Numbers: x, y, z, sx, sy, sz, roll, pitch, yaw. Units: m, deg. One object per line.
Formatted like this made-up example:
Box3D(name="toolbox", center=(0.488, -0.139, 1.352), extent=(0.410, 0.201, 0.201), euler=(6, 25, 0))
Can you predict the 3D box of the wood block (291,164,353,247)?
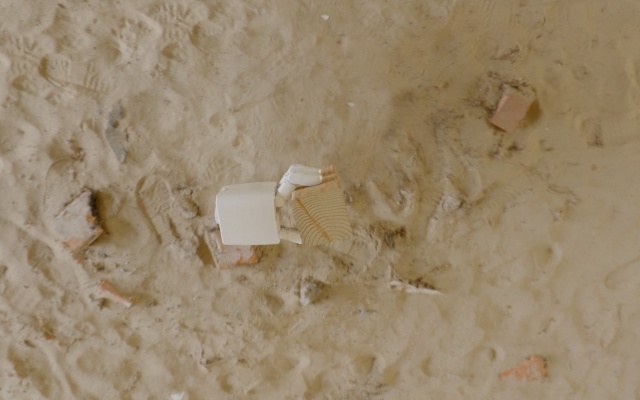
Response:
Box3D(name="wood block", center=(0.000, 0.003, 0.899), extent=(0.090, 0.091, 0.206), euler=(-13, 16, 2))
